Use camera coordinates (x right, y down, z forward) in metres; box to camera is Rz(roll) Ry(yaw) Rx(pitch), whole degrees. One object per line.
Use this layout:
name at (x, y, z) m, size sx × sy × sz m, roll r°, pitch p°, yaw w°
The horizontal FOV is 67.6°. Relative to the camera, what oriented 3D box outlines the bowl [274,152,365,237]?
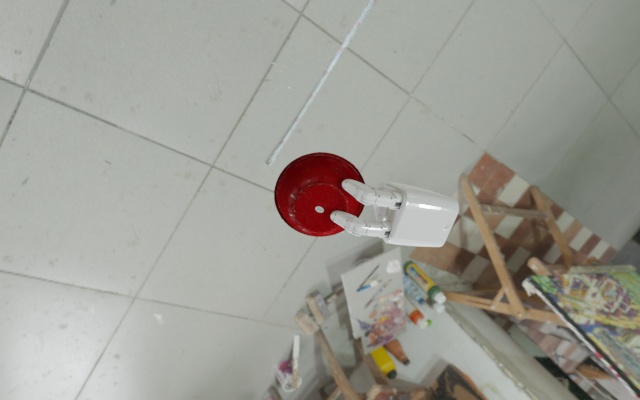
bowl at (-0.001, 0.003, 0.809) m, size 0.162 × 0.162 × 0.055 m, roll 0°, pitch 25°, yaw -1°
